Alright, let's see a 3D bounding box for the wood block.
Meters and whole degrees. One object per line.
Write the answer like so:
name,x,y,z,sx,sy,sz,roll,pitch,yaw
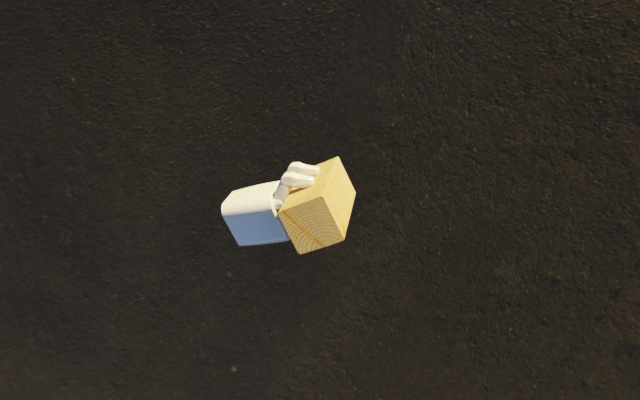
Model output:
wood block,0.000,0.003,0.898,0.090,0.091,0.206,-20,19,18
